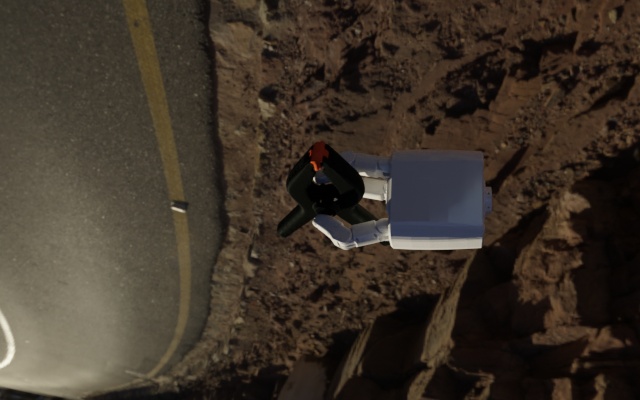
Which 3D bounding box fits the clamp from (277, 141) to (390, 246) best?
[{"bbox_3d":[0.000,0.002,0.603,0.164,0.036,0.210,-1,-32,15],"label":"clamp"}]
